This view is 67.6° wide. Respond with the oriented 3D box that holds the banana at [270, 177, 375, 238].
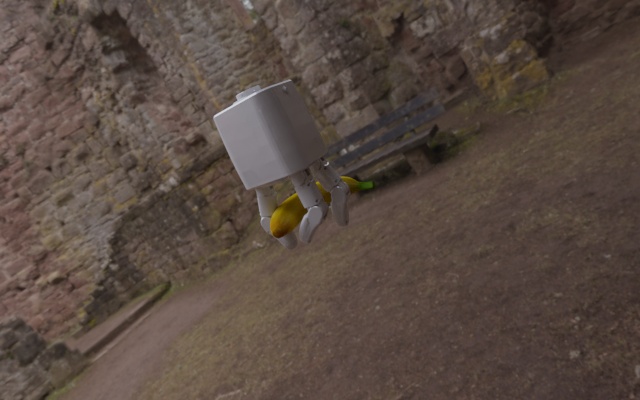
[{"bbox_3d":[-0.010,0.001,0.669,0.197,0.037,0.069,-28,17,-39],"label":"banana"}]
